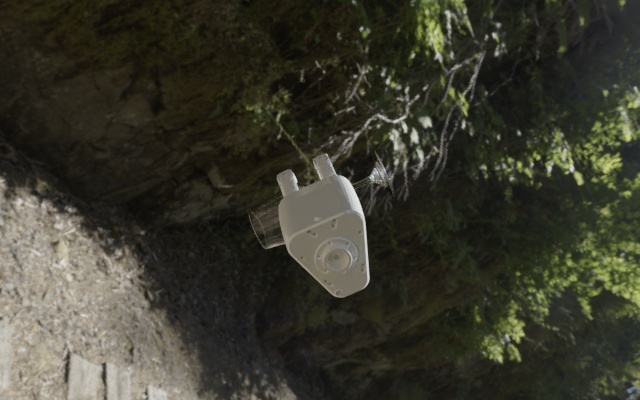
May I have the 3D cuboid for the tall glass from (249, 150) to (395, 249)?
[{"bbox_3d":[0.001,0.002,0.687,0.201,0.079,0.079,-24,-1,3],"label":"tall glass"}]
